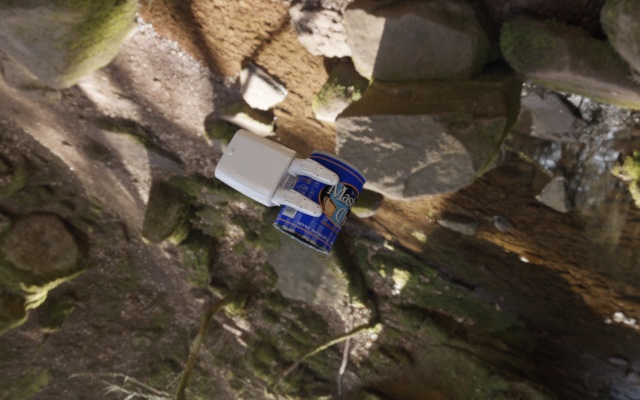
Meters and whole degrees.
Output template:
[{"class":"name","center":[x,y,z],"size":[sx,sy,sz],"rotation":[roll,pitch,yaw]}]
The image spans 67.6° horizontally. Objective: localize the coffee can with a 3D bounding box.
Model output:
[{"class":"coffee can","center":[0.000,0.003,0.782],"size":[0.103,0.140,0.103],"rotation":[27,-10,5]}]
